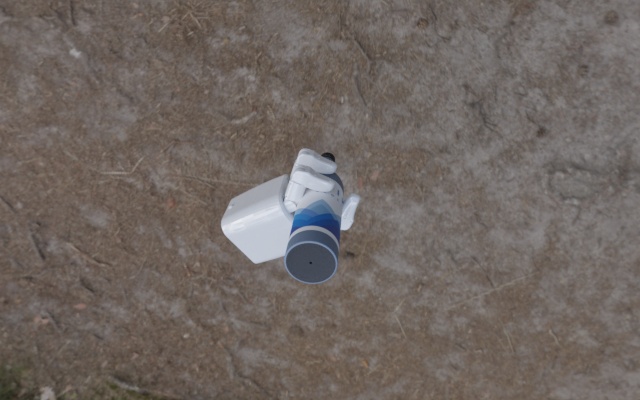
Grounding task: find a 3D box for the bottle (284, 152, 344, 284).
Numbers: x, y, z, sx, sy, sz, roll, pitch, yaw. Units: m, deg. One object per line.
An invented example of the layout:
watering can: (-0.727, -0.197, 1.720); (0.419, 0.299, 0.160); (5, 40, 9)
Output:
bottle: (0.000, 0.002, 0.711); (0.069, 0.069, 0.295); (0, 31, 5)
